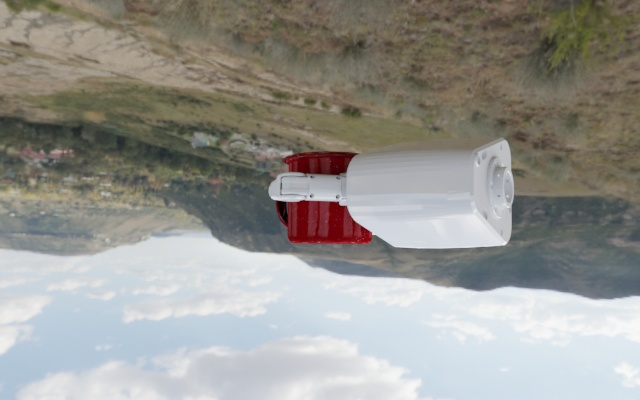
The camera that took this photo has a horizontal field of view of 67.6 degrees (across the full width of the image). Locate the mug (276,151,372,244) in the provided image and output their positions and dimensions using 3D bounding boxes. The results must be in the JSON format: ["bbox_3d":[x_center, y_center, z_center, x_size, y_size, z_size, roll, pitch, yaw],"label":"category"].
[{"bbox_3d":[-0.001,0.002,0.469,0.117,0.081,0.093,-3,-6,37],"label":"mug"}]
